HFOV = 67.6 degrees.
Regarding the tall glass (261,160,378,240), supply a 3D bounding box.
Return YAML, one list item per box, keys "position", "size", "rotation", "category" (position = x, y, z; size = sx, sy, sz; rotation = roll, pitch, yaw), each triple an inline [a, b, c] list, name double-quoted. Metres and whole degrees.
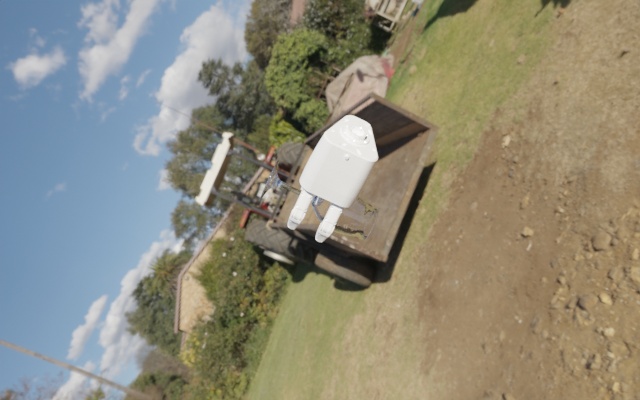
- position: [-0.001, 0.003, 0.851]
  size: [0.201, 0.079, 0.079]
  rotation: [25, -2, -5]
  category: "tall glass"
